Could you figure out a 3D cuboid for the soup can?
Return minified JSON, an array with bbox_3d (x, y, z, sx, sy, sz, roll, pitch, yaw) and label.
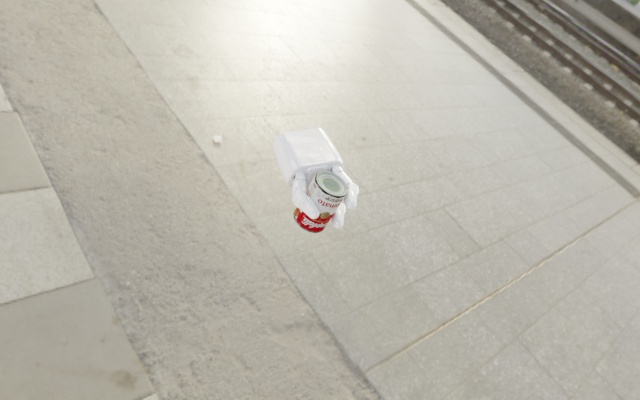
[{"bbox_3d":[0.000,0.003,0.892,0.068,0.068,0.102,0,-42,-35],"label":"soup can"}]
